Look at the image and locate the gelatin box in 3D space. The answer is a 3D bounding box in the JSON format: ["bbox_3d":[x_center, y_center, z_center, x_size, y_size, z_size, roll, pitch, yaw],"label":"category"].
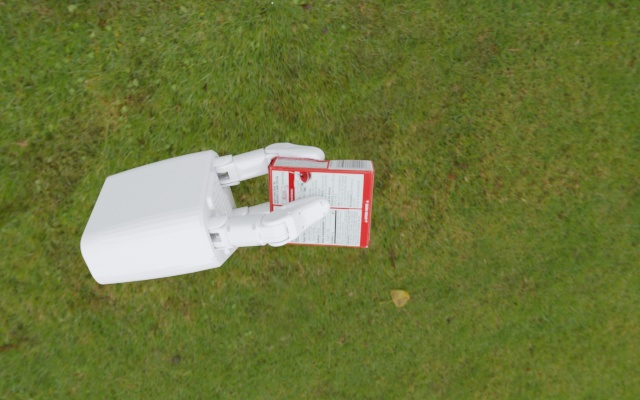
[{"bbox_3d":[0.000,0.002,0.416,0.089,0.073,0.030,3,25,4],"label":"gelatin box"}]
